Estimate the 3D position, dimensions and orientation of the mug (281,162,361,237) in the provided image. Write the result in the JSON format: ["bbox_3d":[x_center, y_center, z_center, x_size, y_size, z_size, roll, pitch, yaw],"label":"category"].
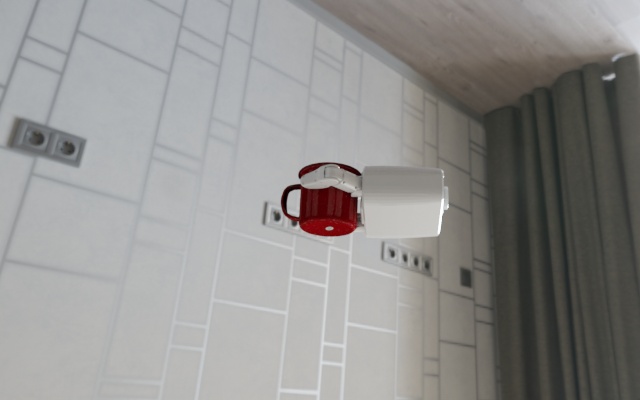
[{"bbox_3d":[-0.001,0.002,0.678,0.117,0.081,0.093,-1,-21,10],"label":"mug"}]
